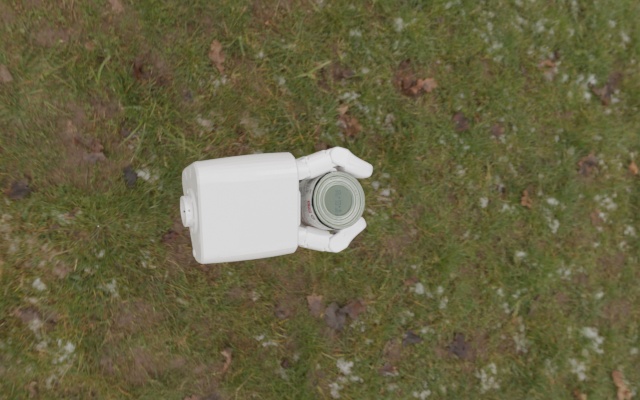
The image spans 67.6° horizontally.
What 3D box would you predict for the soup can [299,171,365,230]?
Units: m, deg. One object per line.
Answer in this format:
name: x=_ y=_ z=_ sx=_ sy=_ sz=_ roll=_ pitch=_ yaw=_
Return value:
soup can: x=0.001 y=0.002 z=0.575 sx=0.068 sy=0.068 sz=0.102 roll=0 pitch=-3 yaw=-25
